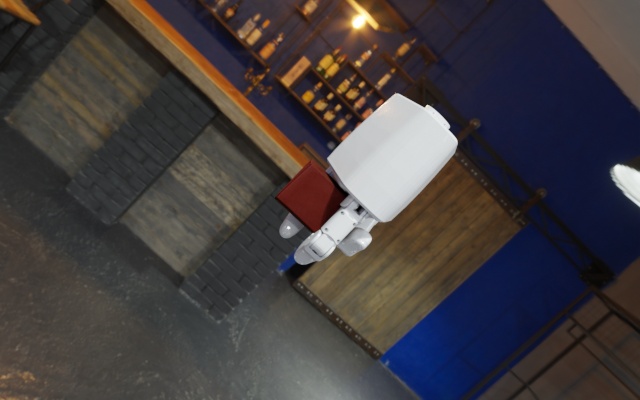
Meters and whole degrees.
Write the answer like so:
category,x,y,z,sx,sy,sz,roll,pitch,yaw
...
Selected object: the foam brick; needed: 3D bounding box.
category,x,y,z,sx,sy,sz,roll,pitch,yaw
foam brick,0.000,0.002,0.499,0.078,0.051,0.053,43,10,-7
